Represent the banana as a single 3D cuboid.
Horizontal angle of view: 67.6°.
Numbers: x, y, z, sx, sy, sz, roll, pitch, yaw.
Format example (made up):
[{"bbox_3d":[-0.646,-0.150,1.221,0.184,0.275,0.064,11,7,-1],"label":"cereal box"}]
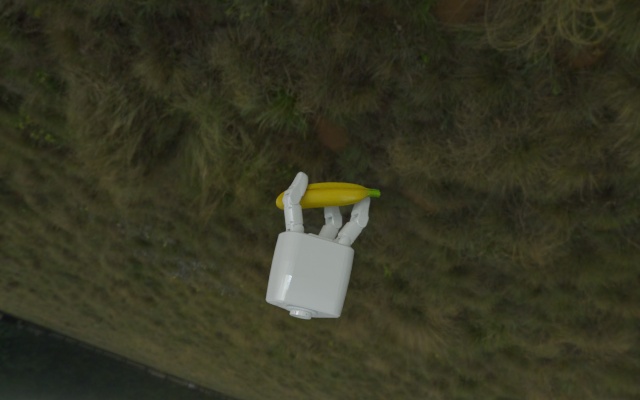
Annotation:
[{"bbox_3d":[-0.007,-0.003,0.774,0.198,0.037,0.070,-4,-19,32],"label":"banana"}]
